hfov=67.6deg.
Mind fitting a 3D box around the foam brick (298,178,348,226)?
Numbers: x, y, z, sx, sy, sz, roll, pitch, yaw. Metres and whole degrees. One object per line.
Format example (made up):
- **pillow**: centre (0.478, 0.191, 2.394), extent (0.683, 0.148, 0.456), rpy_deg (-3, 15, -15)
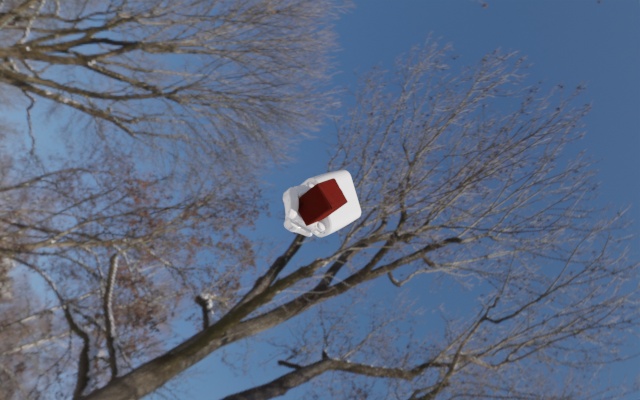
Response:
- **foam brick**: centre (0.000, 0.003, 0.868), extent (0.051, 0.053, 0.078), rpy_deg (-20, -12, -46)
